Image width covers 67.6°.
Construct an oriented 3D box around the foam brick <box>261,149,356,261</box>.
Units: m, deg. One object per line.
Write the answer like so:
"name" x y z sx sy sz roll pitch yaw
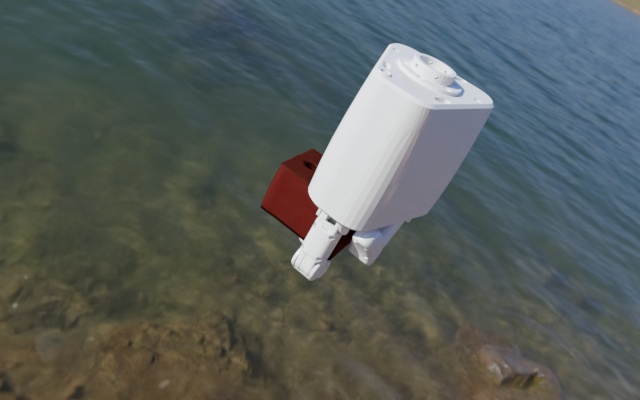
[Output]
"foam brick" 0.000 0.001 0.407 0.078 0.051 0.053 37 35 15
